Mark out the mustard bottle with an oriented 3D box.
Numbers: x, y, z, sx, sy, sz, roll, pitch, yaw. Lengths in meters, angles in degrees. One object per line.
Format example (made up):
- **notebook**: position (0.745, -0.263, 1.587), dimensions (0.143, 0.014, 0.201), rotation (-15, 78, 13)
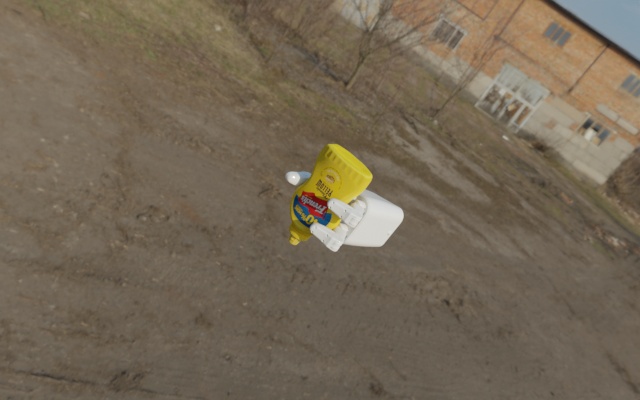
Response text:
- **mustard bottle**: position (0.000, 0.003, 0.830), dimensions (0.096, 0.192, 0.058), rotation (42, 24, 17)
